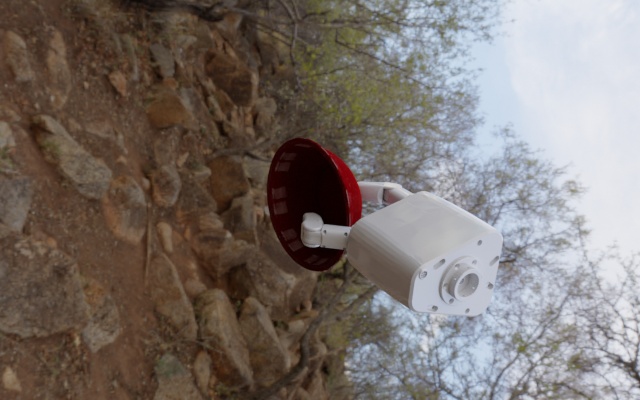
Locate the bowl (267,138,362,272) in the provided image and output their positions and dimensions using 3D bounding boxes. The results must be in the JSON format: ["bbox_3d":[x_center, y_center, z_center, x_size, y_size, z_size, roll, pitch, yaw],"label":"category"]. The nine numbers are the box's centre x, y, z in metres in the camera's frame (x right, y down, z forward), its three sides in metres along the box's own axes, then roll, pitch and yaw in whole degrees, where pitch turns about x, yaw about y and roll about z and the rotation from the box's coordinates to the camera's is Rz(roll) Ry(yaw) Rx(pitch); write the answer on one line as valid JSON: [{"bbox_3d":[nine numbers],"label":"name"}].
[{"bbox_3d":[0.000,0.001,0.586,0.055,0.162,0.162,-13,8,-38],"label":"bowl"}]
